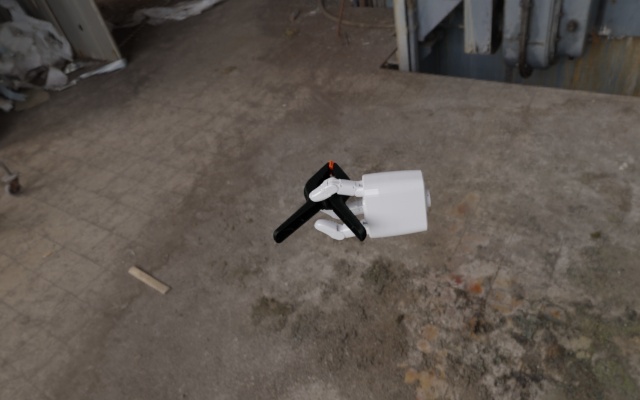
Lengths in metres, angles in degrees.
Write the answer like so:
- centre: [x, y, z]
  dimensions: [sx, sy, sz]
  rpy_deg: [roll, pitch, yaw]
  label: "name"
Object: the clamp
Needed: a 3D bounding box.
- centre: [0.000, 0.002, 0.884]
  dimensions: [0.164, 0.036, 0.209]
  rpy_deg: [-6, 42, 8]
  label: "clamp"
